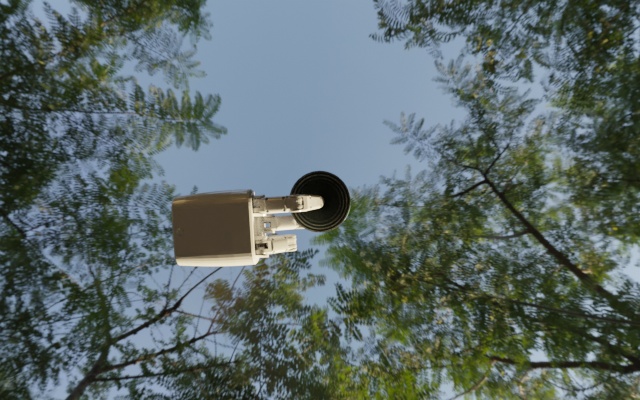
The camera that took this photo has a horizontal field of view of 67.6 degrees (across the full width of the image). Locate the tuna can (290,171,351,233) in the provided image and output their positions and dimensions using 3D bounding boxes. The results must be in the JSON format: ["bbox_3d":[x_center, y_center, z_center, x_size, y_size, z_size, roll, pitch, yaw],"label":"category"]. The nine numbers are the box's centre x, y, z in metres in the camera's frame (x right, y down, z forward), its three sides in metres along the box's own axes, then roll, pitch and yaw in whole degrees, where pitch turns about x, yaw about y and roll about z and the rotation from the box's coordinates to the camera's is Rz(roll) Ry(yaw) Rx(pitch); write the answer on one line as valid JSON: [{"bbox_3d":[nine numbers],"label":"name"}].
[{"bbox_3d":[0.000,0.002,0.676,0.086,0.086,0.034,0,-2,5],"label":"tuna can"}]
